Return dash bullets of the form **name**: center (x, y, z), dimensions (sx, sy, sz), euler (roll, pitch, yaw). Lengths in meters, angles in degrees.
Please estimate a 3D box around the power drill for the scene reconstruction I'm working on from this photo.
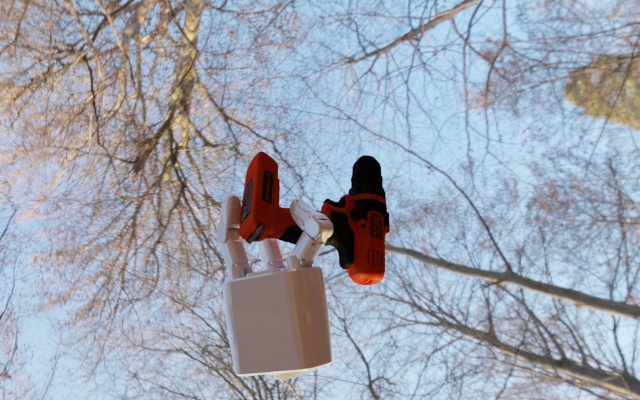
- **power drill**: center (0.000, 0.002, 0.594), dimensions (0.188, 0.184, 0.057), euler (15, -34, -20)
